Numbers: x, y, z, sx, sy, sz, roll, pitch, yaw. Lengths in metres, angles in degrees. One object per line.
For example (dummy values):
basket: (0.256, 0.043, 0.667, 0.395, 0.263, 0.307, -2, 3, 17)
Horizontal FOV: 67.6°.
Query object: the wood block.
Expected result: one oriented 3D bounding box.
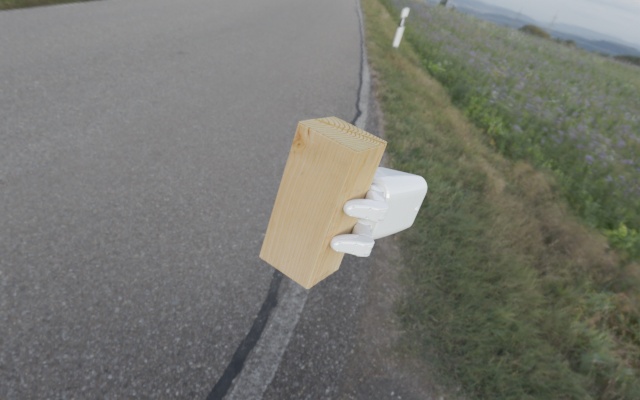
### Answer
wood block: (0.000, 0.002, 0.647, 0.091, 0.206, 0.090, 30, 27, 23)
